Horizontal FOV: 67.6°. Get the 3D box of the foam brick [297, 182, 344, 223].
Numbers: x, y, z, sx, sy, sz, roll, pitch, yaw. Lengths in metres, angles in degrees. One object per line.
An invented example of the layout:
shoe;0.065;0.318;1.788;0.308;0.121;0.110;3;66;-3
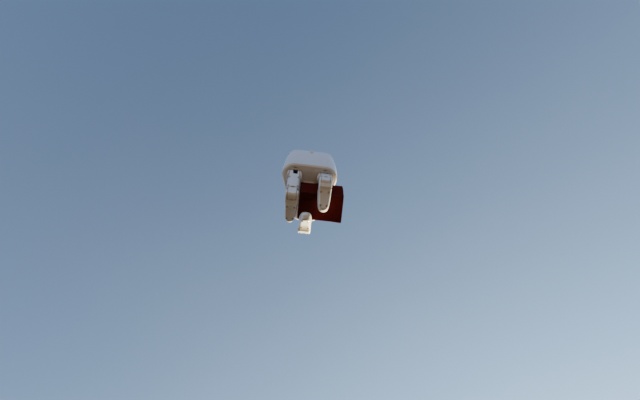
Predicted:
foam brick;0.000;0.003;0.839;0.078;0.053;0.051;7;22;-2
